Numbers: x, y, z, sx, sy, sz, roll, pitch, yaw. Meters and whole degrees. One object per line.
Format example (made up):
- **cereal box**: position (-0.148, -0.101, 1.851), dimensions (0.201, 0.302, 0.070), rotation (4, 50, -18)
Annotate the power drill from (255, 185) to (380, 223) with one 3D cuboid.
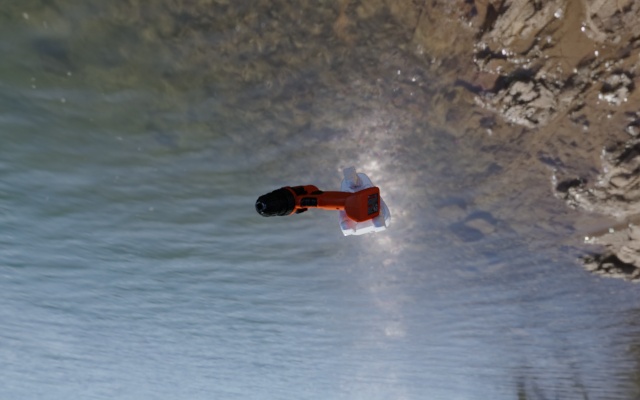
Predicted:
- **power drill**: position (0.001, 0.003, 0.859), dimensions (0.187, 0.057, 0.184), rotation (5, 11, 29)
